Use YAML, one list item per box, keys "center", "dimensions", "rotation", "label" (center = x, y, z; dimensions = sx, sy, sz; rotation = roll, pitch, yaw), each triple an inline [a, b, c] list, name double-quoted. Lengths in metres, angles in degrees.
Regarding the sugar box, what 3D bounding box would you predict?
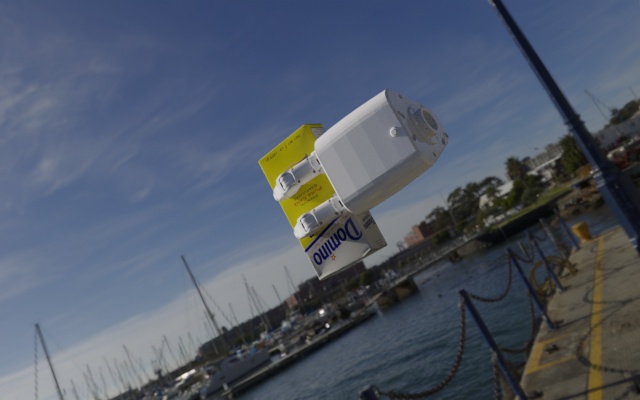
- center: [0.000, 0.002, 0.602]
  dimensions: [0.093, 0.176, 0.048]
  rotation: [-34, -13, 32]
  label: "sugar box"
